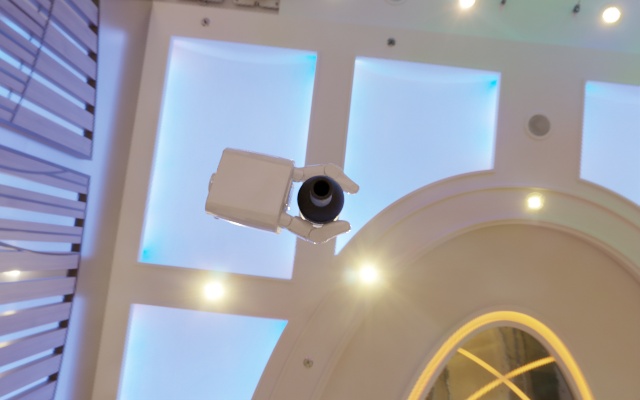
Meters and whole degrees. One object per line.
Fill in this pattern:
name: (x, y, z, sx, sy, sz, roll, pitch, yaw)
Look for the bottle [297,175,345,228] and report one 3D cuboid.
bottle: (0.000, 0.002, 0.696, 0.069, 0.069, 0.296, 0, -6, 0)
